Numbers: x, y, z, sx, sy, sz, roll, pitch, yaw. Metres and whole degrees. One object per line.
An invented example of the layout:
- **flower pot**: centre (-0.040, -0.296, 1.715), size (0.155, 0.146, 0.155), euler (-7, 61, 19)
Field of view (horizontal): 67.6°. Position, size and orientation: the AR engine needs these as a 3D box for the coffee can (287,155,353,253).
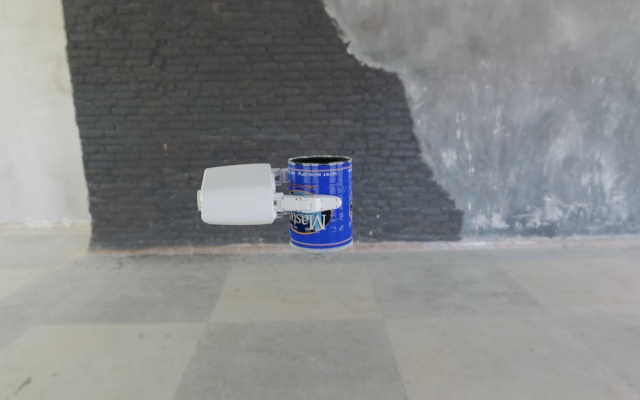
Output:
- **coffee can**: centre (0.000, 0.003, 0.769), size (0.103, 0.140, 0.102), euler (-1, 12, 0)
